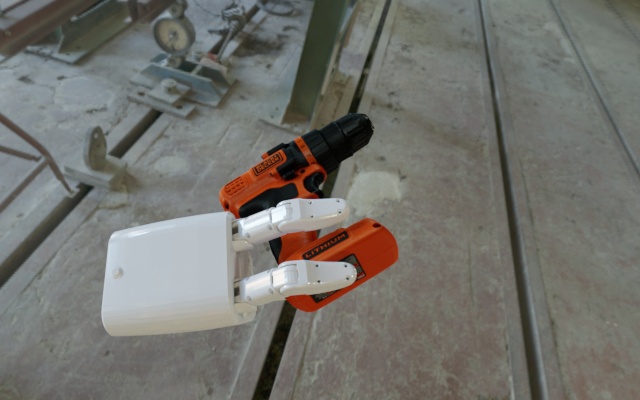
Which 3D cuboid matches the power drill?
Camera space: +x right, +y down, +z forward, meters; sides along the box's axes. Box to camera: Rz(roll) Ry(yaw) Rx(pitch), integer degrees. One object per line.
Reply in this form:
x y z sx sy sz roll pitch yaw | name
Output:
0.000 0.002 0.466 0.184 0.057 0.187 -33 41 1 | power drill
